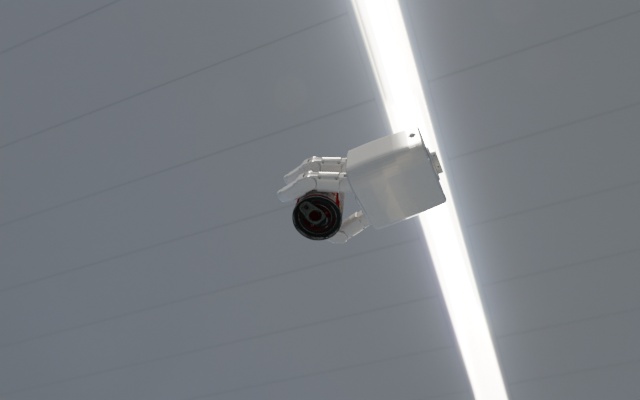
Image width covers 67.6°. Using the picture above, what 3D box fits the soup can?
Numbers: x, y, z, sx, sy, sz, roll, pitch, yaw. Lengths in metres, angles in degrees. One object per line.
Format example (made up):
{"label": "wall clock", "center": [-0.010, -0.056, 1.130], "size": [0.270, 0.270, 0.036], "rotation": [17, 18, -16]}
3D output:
{"label": "soup can", "center": [0.000, 0.002, 0.686], "size": [0.068, 0.068, 0.102], "rotation": [0, 27, 6]}
